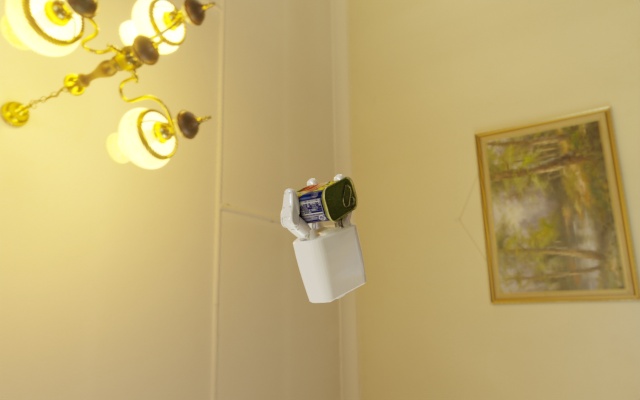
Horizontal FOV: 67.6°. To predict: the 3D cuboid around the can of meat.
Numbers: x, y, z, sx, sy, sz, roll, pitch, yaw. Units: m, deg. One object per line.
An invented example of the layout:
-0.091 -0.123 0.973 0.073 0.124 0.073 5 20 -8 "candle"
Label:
0.000 0.003 0.786 0.084 0.057 0.102 -10 11 33 "can of meat"
